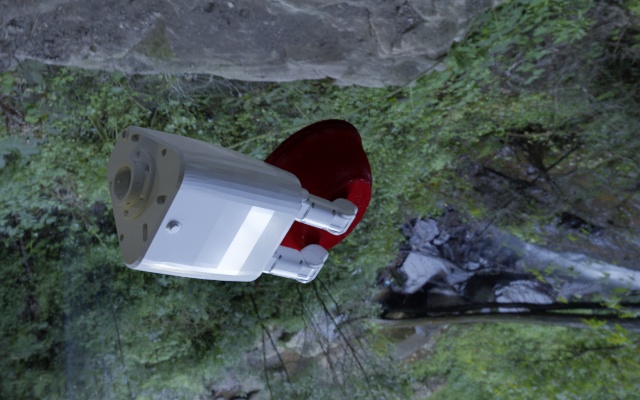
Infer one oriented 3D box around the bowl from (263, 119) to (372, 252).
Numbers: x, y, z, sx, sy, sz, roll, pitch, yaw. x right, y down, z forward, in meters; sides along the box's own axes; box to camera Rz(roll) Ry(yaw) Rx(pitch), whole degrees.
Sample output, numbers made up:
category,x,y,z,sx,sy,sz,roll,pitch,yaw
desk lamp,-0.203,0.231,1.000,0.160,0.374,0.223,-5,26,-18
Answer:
category,x,y,z,sx,sy,sz,roll,pitch,yaw
bowl,0.001,0.002,0.481,0.055,0.162,0.162,42,24,29
